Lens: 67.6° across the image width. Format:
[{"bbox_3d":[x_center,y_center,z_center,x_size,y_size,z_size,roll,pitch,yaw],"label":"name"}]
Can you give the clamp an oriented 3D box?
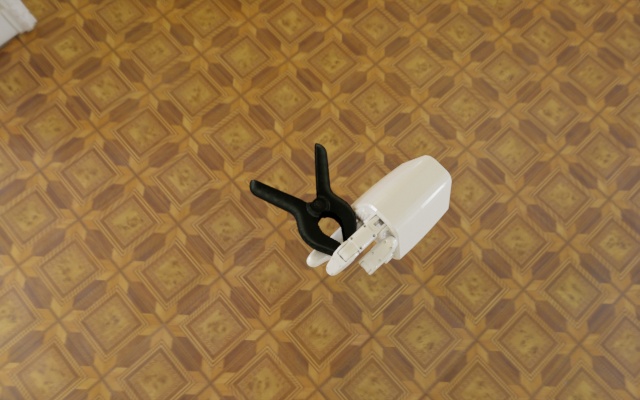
[{"bbox_3d":[0.000,0.002,0.644,0.120,0.171,0.039,-42,-12,-11],"label":"clamp"}]
